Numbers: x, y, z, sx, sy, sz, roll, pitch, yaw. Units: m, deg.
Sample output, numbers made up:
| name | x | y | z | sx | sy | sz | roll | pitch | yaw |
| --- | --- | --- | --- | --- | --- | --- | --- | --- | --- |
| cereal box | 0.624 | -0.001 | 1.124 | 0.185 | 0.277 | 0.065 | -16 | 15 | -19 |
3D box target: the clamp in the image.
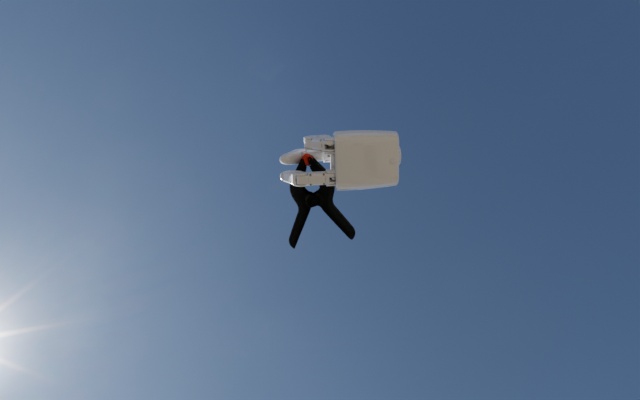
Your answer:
| name | x | y | z | sx | sy | sz | roll | pitch | yaw |
| --- | --- | --- | --- | --- | --- | --- | --- | --- | --- |
| clamp | 0.000 | 0.002 | 0.846 | 0.120 | 0.171 | 0.039 | -3 | 16 | -1 |
